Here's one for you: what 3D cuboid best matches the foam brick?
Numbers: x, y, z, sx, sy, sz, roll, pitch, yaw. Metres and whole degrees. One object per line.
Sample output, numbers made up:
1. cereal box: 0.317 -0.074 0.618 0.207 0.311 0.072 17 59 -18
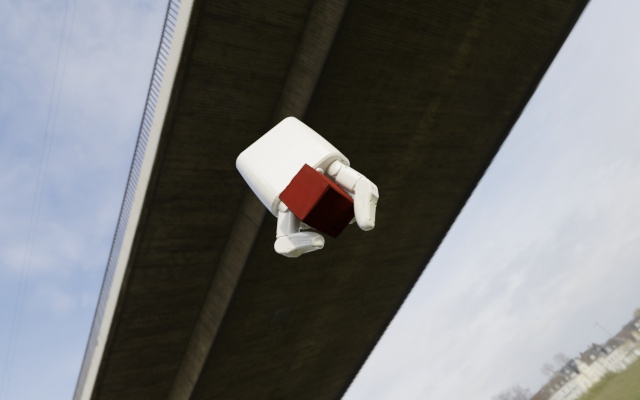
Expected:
1. foam brick: 0.000 0.002 0.557 0.051 0.053 0.078 44 7 37
